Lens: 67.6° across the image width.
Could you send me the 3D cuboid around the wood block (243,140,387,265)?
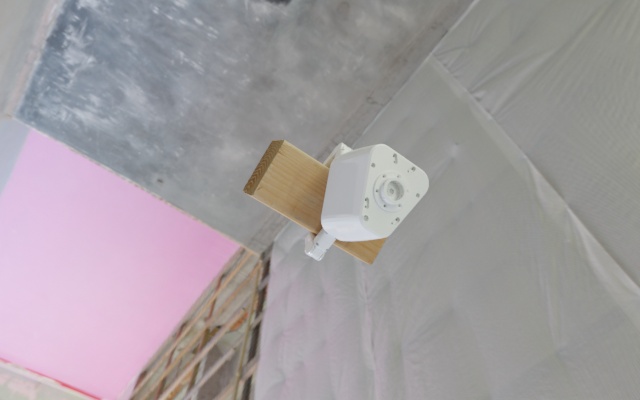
[{"bbox_3d":[0.000,0.003,0.711,0.206,0.091,0.090,32,-4,-18],"label":"wood block"}]
